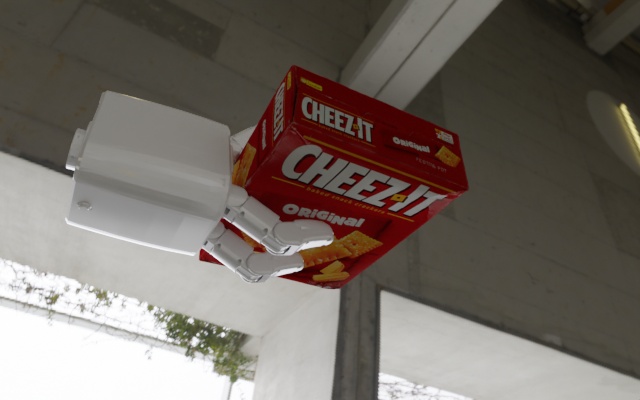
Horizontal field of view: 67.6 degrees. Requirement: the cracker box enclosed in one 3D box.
[{"bbox_3d":[0.000,0.001,0.442,0.164,0.072,0.214,17,-39,-23],"label":"cracker box"}]
